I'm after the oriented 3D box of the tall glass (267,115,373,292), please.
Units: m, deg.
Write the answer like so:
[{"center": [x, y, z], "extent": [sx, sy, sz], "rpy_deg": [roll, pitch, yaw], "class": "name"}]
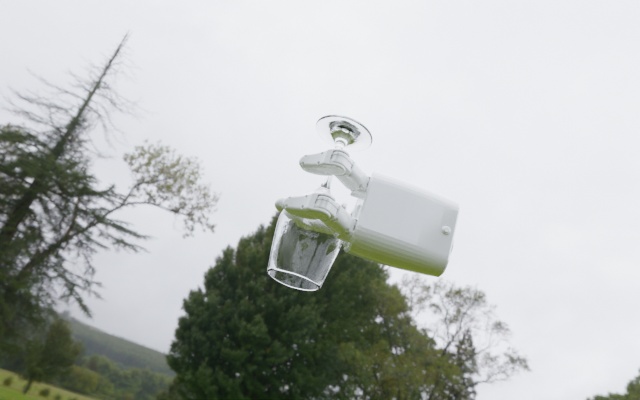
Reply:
[{"center": [0.000, 0.001, 0.560], "extent": [0.079, 0.201, 0.079], "rpy_deg": [16, -24, 7], "class": "tall glass"}]
